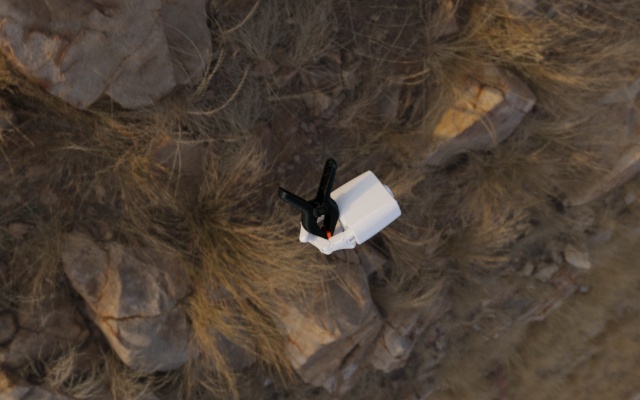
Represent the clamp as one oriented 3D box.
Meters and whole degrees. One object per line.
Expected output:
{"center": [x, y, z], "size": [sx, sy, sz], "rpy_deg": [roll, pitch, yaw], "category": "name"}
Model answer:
{"center": [0.000, 0.003, 0.893], "size": [0.120, 0.172, 0.039], "rpy_deg": [-34, 46, -4], "category": "clamp"}
